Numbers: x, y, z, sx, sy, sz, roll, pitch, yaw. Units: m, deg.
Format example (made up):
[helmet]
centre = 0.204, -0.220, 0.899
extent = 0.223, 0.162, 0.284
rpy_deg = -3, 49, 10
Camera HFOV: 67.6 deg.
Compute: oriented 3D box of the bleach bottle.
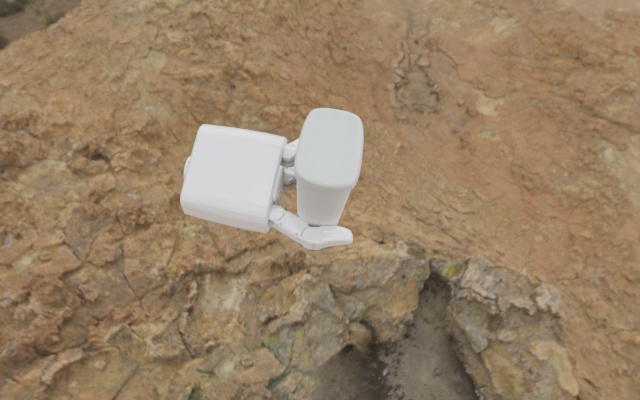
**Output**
[bleach bottle]
centre = 0.000, 0.002, 0.594
extent = 0.068, 0.102, 0.251
rpy_deg = 10, -30, 0
